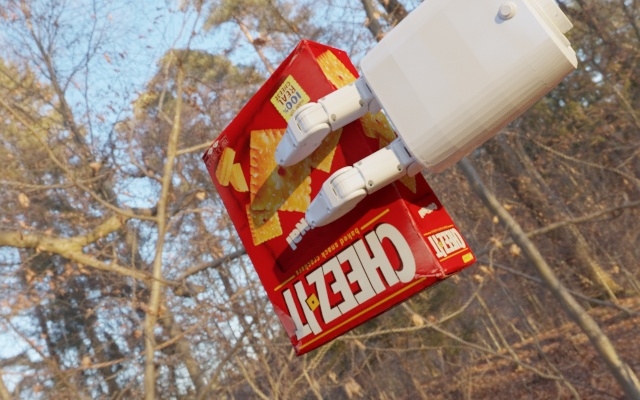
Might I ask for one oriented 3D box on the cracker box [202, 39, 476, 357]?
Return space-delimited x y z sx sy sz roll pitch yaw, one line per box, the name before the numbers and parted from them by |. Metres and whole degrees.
cracker box | 0.000 0.001 0.413 0.164 0.213 0.072 -39 -19 33
